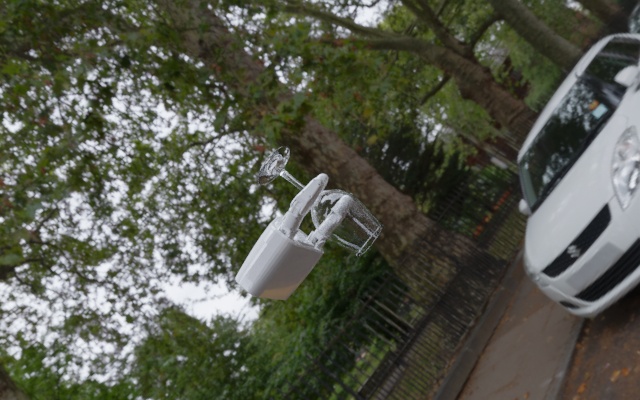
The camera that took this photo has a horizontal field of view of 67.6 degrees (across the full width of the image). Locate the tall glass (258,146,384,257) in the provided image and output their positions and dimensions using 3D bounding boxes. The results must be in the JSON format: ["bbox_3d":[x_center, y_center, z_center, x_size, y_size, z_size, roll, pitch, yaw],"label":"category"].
[{"bbox_3d":[0.000,0.002,0.740,0.201,0.079,0.079,37,12,16],"label":"tall glass"}]
